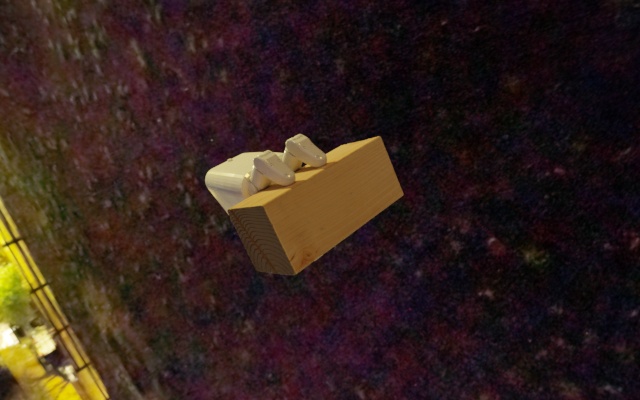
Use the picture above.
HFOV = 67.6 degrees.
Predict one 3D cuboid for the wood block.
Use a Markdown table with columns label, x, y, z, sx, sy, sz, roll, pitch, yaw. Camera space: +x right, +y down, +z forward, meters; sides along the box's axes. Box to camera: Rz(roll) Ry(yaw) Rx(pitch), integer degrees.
| label | x | y | z | sx | sy | sz | roll | pitch | yaw |
| --- | --- | --- | --- | --- | --- | --- | --- | --- | --- |
| wood block | 0.000 | 0.002 | 0.616 | 0.206 | 0.091 | 0.090 | -33 | 16 | -34 |
